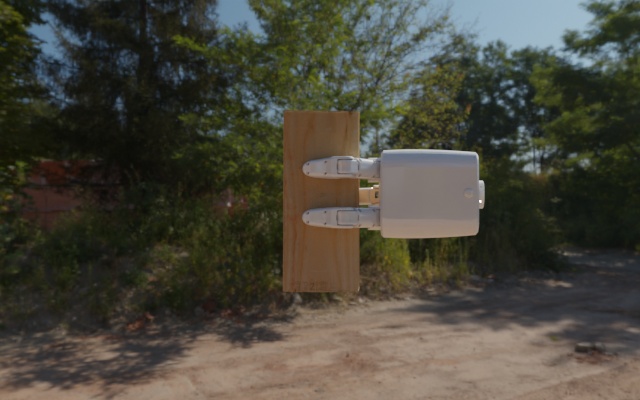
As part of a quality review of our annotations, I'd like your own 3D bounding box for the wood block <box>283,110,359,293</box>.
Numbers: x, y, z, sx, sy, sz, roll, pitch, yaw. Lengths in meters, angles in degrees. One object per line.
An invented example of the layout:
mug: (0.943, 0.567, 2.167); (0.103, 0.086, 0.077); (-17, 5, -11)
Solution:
wood block: (0.000, 0.002, 0.585); (0.090, 0.206, 0.091); (0, -1, 0)
